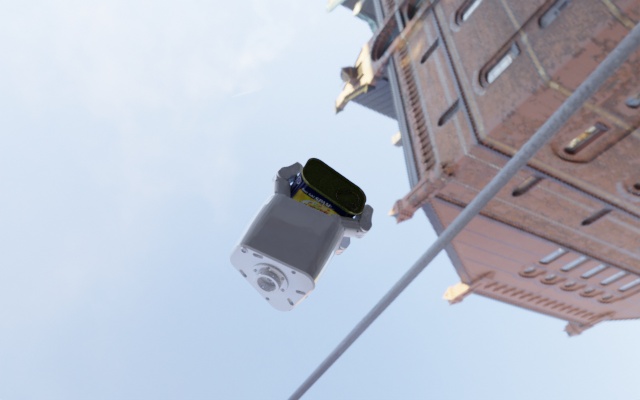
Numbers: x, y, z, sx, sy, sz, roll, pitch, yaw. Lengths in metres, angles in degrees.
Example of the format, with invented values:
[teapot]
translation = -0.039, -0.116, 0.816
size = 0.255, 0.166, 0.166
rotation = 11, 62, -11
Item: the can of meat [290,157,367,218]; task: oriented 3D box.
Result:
[can of meat]
translation = 0.000, 0.002, 0.685
size = 0.102, 0.057, 0.084
rotation = 34, -49, -8
